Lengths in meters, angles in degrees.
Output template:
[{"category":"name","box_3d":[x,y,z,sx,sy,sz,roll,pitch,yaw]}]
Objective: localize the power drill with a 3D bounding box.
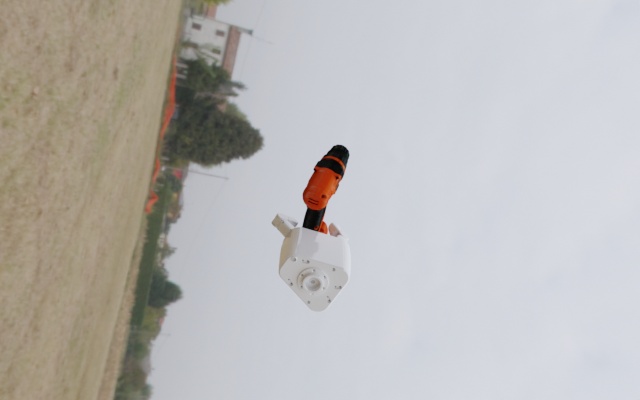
[{"category":"power drill","box_3d":[0.000,0.003,0.898,0.057,0.188,0.184,20,38,9]}]
